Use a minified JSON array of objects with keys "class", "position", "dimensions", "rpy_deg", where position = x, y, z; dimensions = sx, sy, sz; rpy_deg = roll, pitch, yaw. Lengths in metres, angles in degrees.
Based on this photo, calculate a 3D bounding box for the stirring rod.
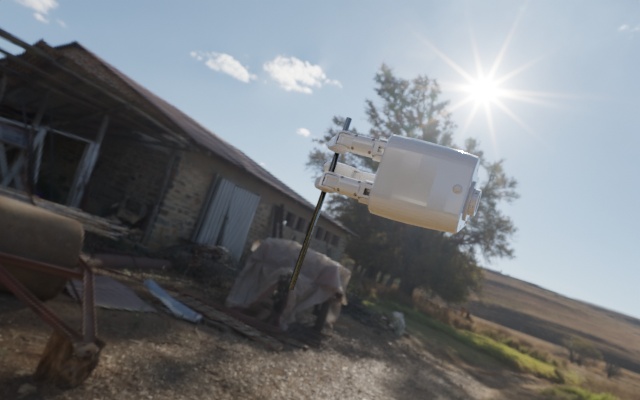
[{"class":"stirring rod","position":[0.000,0.002,0.632],"dimensions":[0.011,0.239,0.011],"rpy_deg":[19,-6,2]}]
